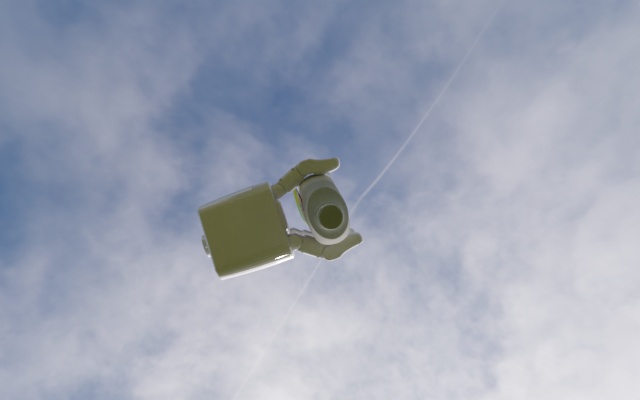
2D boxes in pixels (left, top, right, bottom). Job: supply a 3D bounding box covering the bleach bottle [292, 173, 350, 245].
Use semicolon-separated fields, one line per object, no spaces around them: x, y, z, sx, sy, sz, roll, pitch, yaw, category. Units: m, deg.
0.000;0.002;0.674;0.068;0.102;0.251;-18;5;-3;bleach bottle
